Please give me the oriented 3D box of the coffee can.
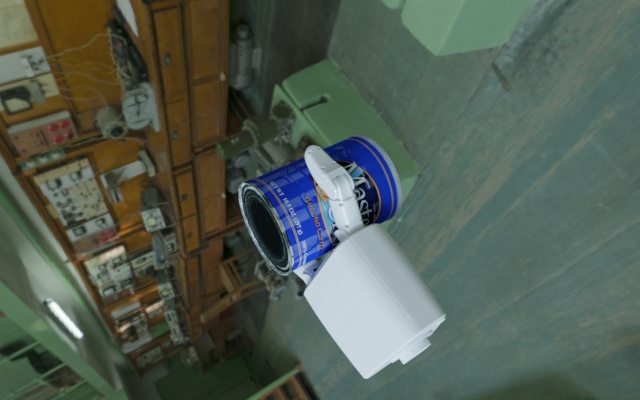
[{"bbox_3d":[0.000,0.001,0.503,0.140,0.103,0.103,-26,11,-25],"label":"coffee can"}]
